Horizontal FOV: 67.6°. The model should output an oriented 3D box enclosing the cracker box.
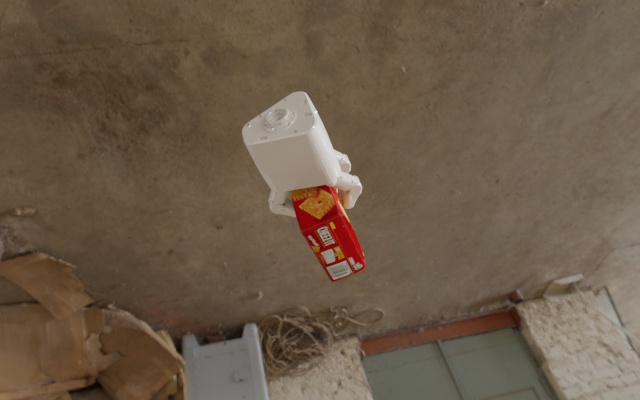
[{"bbox_3d":[0.000,0.003,0.797,0.072,0.213,0.164,-22,-41,5],"label":"cracker box"}]
